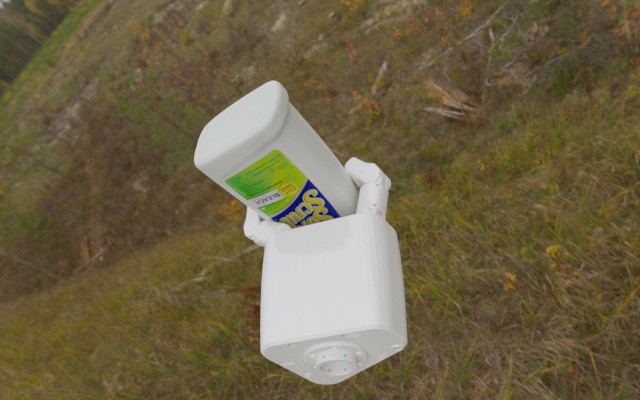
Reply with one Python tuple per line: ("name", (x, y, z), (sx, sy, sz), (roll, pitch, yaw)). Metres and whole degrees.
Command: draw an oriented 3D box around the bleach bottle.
("bleach bottle", (0.000, 0.002, 0.478), (0.102, 0.068, 0.251), (-25, -48, 28))
